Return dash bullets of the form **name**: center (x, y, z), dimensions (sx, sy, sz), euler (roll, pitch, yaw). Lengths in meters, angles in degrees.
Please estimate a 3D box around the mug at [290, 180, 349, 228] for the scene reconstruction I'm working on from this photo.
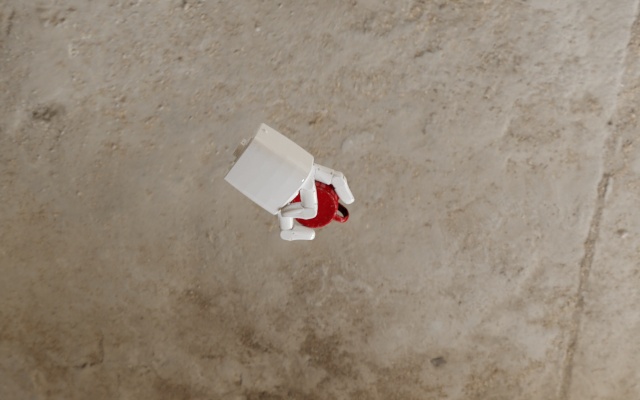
- **mug**: center (0.001, 0.004, 0.846), dimensions (0.117, 0.093, 0.081), euler (34, 23, -13)
